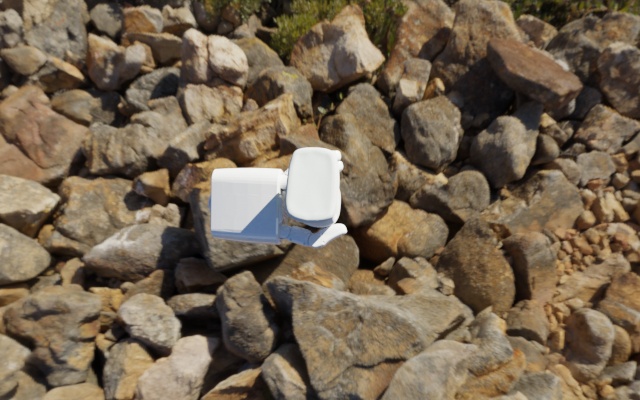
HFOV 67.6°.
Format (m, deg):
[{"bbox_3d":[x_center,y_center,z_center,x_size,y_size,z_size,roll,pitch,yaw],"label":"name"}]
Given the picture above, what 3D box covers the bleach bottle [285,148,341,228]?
[{"bbox_3d":[0.000,0.002,0.726,0.068,0.102,0.251,3,-12,6],"label":"bleach bottle"}]
